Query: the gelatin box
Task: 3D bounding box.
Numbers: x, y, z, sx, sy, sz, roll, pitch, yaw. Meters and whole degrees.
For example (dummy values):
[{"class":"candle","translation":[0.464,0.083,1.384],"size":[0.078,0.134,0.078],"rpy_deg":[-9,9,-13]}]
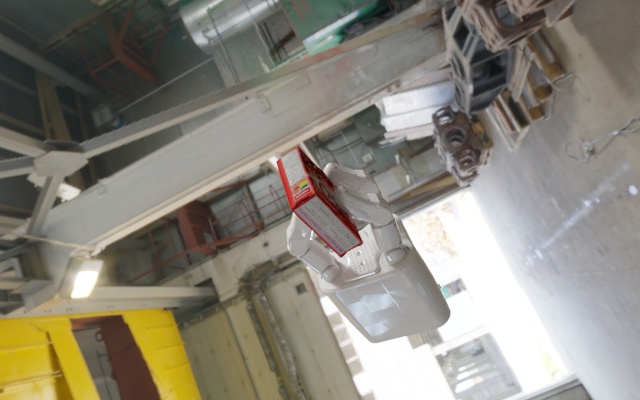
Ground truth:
[{"class":"gelatin box","translation":[0.000,0.002,0.453],"size":[0.030,0.073,0.089],"rpy_deg":[-34,-49,12]}]
